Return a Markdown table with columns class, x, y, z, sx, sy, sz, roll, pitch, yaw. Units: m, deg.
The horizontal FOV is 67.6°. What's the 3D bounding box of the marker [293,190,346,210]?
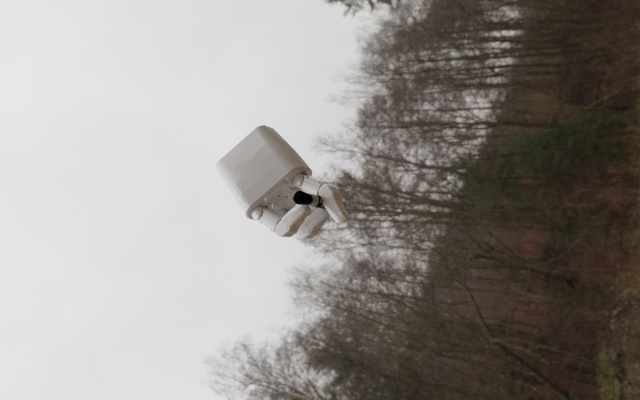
| class | x | y | z | sx | sy | sz | roll | pitch | yaw |
| --- | --- | --- | --- | --- | --- | --- | --- | --- | --- |
| marker | 0.000 | 0.002 | 0.672 | 0.020 | 0.020 | 0.121 | 0 | -7 | 32 |
